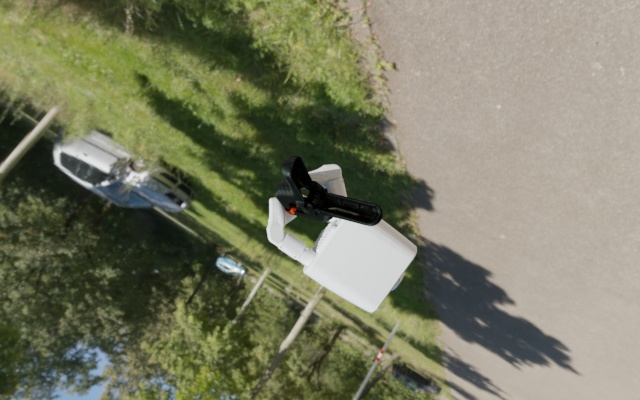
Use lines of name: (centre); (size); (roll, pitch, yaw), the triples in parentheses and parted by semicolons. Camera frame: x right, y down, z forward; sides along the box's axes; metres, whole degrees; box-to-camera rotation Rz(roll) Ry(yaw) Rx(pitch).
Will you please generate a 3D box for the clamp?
clamp: (0.000, 0.002, 0.561); (0.120, 0.039, 0.171); (34, -12, -5)
